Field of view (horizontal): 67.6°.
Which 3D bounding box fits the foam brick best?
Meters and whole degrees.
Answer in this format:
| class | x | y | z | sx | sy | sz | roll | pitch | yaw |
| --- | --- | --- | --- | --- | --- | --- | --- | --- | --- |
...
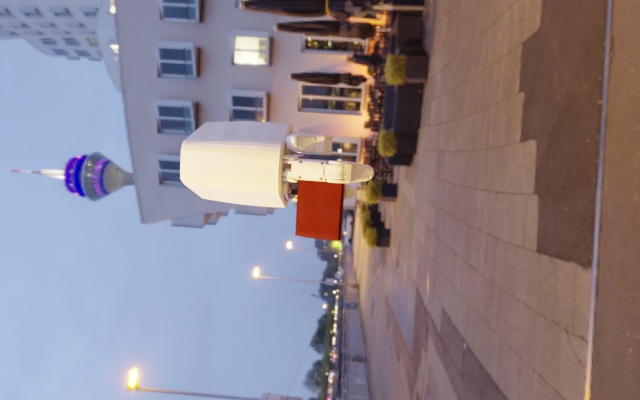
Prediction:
| class | x | y | z | sx | sy | sz | roll | pitch | yaw |
| --- | --- | --- | --- | --- | --- | --- | --- | --- | --- |
| foam brick | 0.000 | 0.002 | 0.544 | 0.051 | 0.078 | 0.053 | 4 | 6 | 1 |
